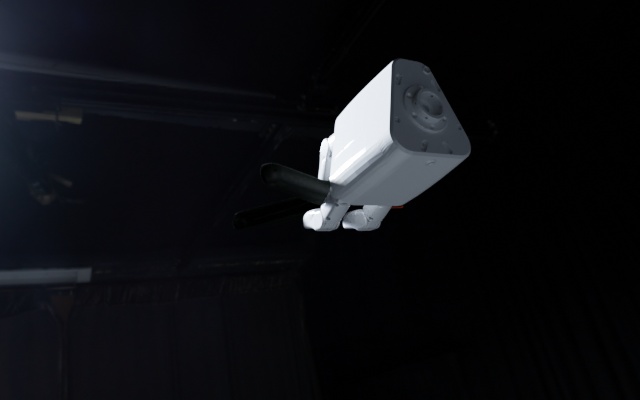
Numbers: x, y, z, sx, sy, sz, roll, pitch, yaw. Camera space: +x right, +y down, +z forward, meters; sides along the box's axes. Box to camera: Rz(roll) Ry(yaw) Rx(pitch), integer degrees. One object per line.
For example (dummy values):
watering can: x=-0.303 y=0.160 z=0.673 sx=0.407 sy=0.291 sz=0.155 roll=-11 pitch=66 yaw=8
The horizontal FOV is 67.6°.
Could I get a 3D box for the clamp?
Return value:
clamp: x=0.001 y=0.001 z=0.581 sx=0.210 sy=0.036 sz=0.165 roll=1 pitch=-21 yaw=-28
